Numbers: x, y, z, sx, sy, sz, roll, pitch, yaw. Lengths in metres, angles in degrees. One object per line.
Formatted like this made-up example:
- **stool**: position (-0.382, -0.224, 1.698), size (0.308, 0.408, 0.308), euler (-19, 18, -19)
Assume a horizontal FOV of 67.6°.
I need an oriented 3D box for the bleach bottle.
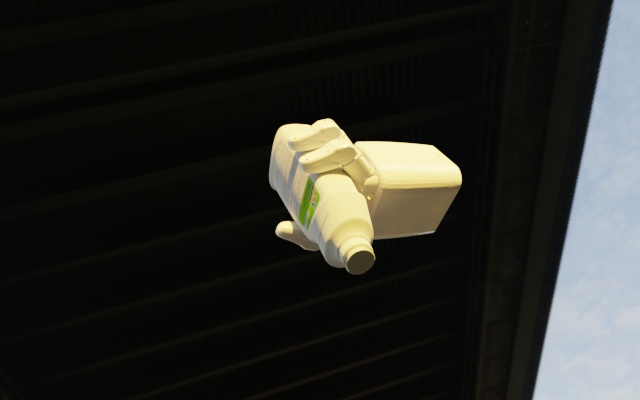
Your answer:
- **bleach bottle**: position (0.000, 0.002, 0.545), size (0.068, 0.103, 0.250), euler (-1, 30, -19)
